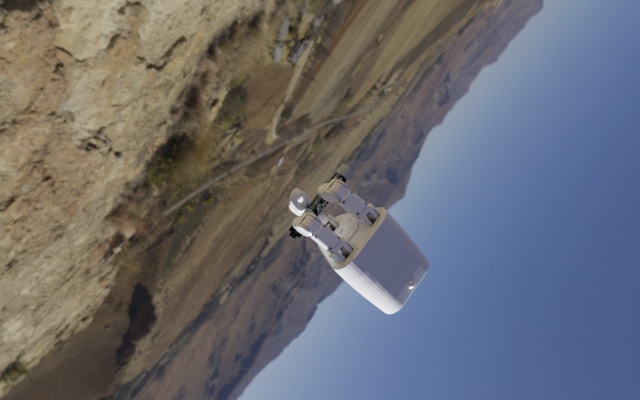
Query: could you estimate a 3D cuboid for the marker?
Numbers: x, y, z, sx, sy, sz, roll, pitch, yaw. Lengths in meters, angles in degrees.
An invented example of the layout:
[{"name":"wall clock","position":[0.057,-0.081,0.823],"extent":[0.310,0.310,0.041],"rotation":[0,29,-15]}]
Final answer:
[{"name":"marker","position":[0.000,0.002,0.636],"extent":[0.020,0.121,0.020],"rotation":[37,-13,10]}]
